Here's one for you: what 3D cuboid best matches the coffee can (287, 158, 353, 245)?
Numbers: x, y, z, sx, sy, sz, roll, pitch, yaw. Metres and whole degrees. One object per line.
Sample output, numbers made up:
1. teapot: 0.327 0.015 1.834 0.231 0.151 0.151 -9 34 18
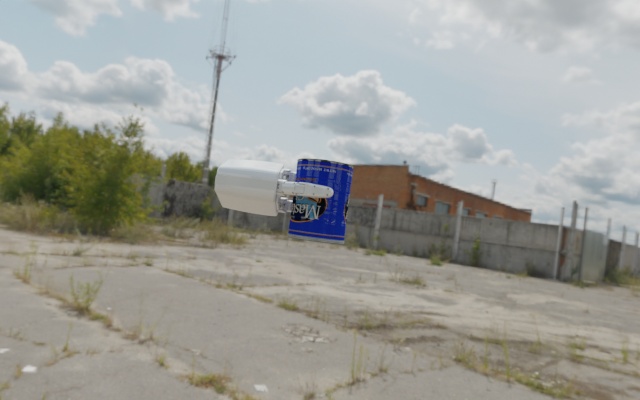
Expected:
1. coffee can: 0.000 0.003 0.855 0.103 0.140 0.103 7 -3 0
